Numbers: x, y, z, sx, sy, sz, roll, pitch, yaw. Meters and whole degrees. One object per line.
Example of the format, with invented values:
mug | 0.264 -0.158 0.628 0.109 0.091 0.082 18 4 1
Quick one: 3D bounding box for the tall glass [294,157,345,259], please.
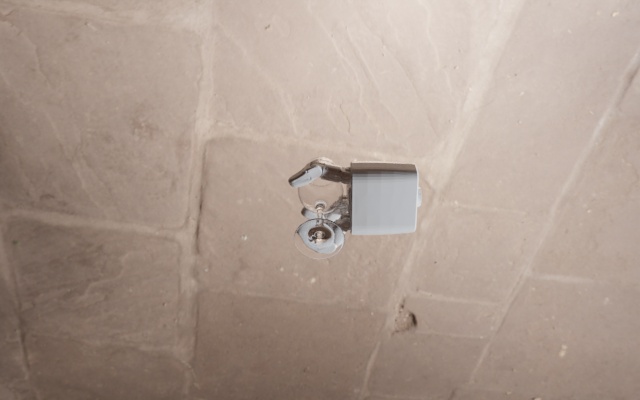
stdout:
tall glass | 0.000 0.003 0.773 0.079 0.079 0.201 0 33 1
